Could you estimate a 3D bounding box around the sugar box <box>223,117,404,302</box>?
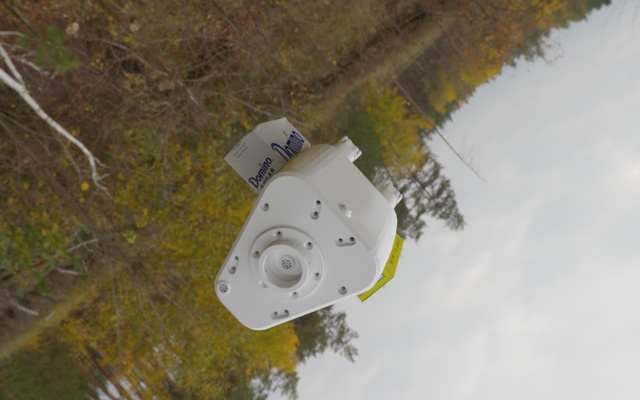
[{"bbox_3d":[0.000,0.001,0.446,0.048,0.176,0.093,-41,3,21],"label":"sugar box"}]
